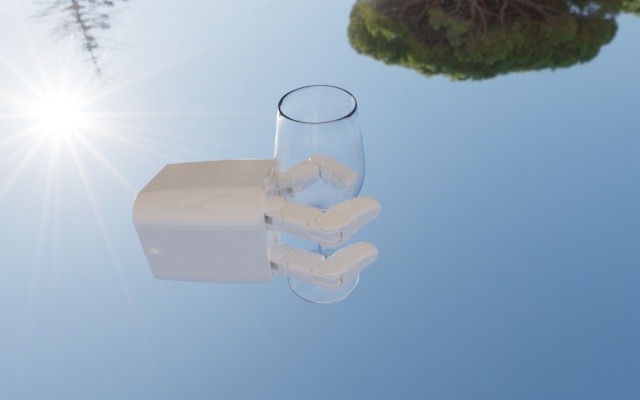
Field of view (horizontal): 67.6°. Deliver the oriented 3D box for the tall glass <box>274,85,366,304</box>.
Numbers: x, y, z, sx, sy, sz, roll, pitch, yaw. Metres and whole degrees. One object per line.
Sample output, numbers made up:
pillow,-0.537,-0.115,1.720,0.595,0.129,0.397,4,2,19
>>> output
tall glass,0.000,0.002,0.431,0.079,0.201,0.079,-1,40,1
